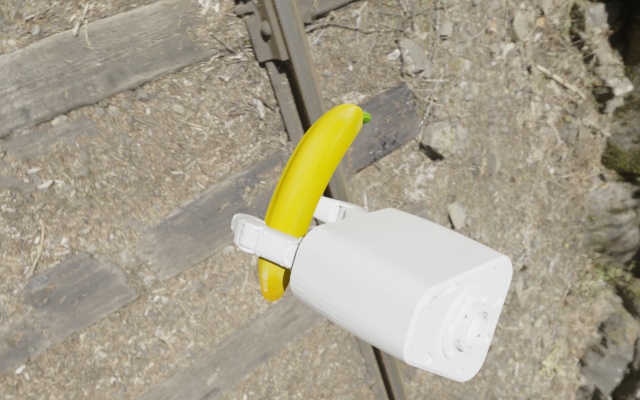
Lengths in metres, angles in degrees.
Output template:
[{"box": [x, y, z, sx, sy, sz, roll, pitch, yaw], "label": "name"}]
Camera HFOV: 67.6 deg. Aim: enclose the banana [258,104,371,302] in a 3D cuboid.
[{"box": [-0.007, -0.010, 0.403, 0.037, 0.197, 0.070, 18, -18, 38], "label": "banana"}]
